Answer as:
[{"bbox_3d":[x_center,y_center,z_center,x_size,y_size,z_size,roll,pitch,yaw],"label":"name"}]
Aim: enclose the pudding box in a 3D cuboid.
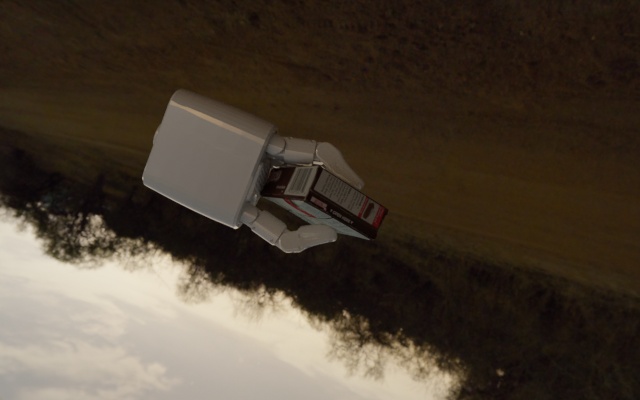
[{"bbox_3d":[0.000,0.002,0.490,0.090,0.039,0.113,30,-10,-26],"label":"pudding box"}]
